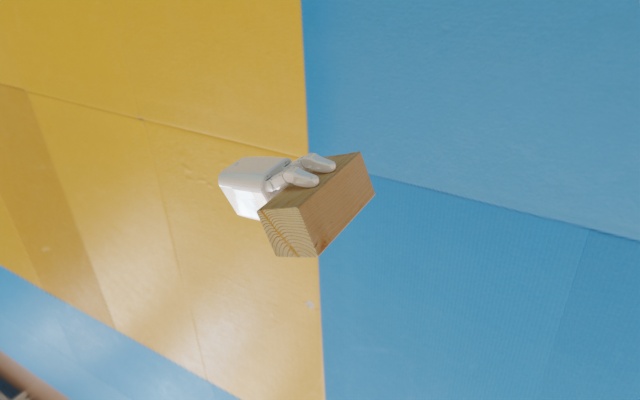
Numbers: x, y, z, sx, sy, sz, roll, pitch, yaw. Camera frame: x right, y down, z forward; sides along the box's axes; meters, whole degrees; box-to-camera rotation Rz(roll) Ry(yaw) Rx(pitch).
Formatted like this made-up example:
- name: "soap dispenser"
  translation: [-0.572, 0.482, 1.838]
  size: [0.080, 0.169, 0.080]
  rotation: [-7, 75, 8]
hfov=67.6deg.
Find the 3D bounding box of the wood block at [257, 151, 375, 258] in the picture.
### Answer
- name: "wood block"
  translation: [0.000, 0.003, 0.811]
  size: [0.090, 0.091, 0.206]
  rotation: [-5, 26, 37]
